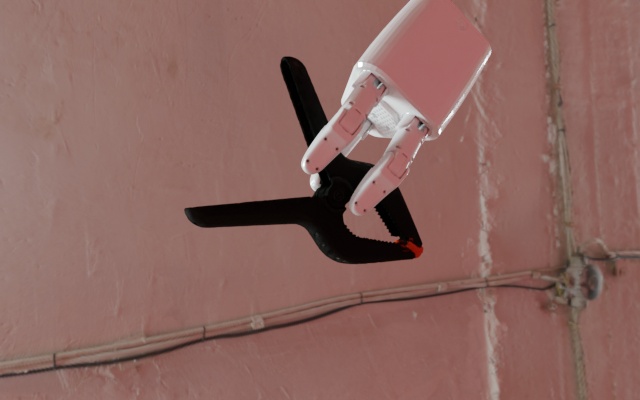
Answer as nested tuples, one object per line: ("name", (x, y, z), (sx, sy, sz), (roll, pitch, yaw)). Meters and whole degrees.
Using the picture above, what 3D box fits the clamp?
("clamp", (0.000, 0.002, 0.423), (0.210, 0.164, 0.036), (41, -12, -16))
